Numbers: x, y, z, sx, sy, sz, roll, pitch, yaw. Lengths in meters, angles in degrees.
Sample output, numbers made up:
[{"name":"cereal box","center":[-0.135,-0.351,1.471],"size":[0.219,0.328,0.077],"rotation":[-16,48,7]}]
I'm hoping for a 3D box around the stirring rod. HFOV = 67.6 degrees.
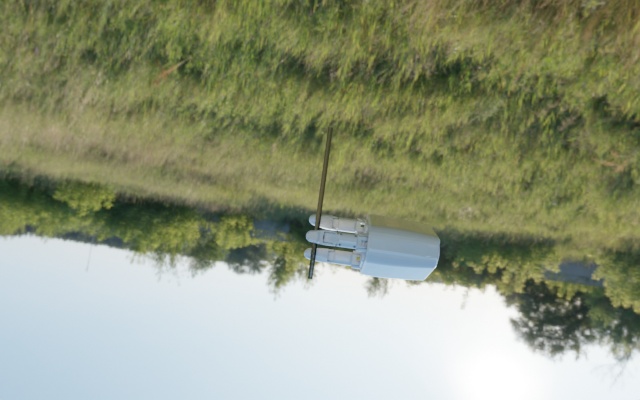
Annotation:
[{"name":"stirring rod","center":[0.000,0.002,0.750],"size":[0.011,0.239,0.011],"rotation":[8,-6,1]}]
